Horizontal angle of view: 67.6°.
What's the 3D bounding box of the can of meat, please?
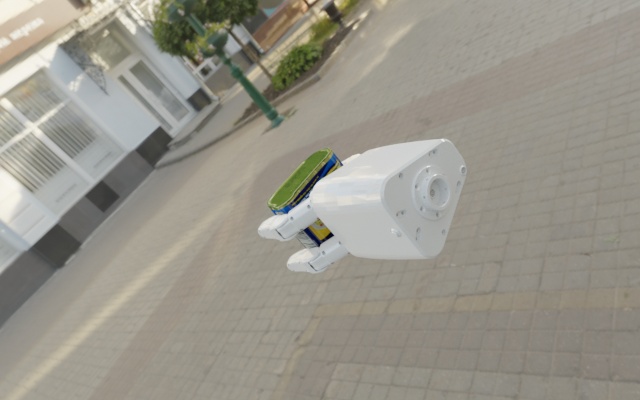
[{"bbox_3d":[0.000,0.002,0.555,0.084,0.102,0.057,49,-23,-22],"label":"can of meat"}]
